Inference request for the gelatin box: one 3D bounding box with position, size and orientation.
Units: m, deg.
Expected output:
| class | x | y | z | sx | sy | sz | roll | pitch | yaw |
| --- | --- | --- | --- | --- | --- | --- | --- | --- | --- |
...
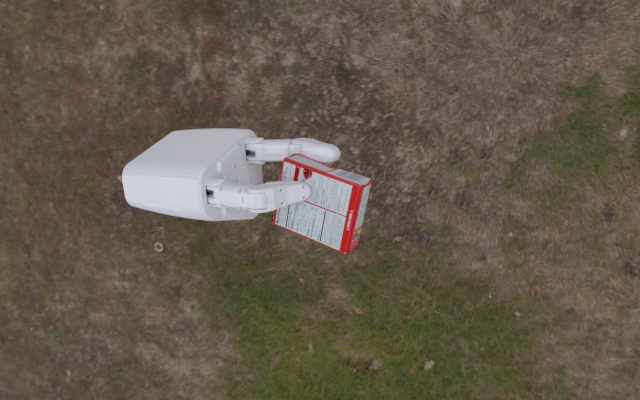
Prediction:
| class | x | y | z | sx | sy | sz | roll | pitch | yaw |
| --- | --- | --- | --- | --- | --- | --- | --- | --- | --- |
| gelatin box | 0.000 | 0.002 | 0.470 | 0.089 | 0.073 | 0.030 | 21 | 25 | 24 |
